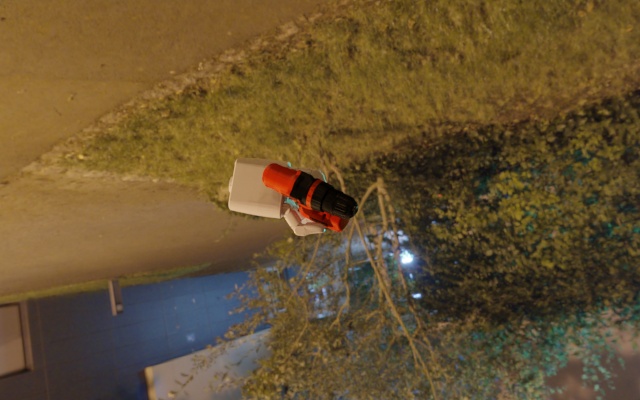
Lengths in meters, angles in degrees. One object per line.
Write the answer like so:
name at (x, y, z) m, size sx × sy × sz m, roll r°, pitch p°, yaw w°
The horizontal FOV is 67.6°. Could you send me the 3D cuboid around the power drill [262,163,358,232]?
power drill at (0.000, 0.003, 0.881) m, size 0.184 × 0.057 × 0.188 m, roll 26°, pitch -10°, yaw 22°
